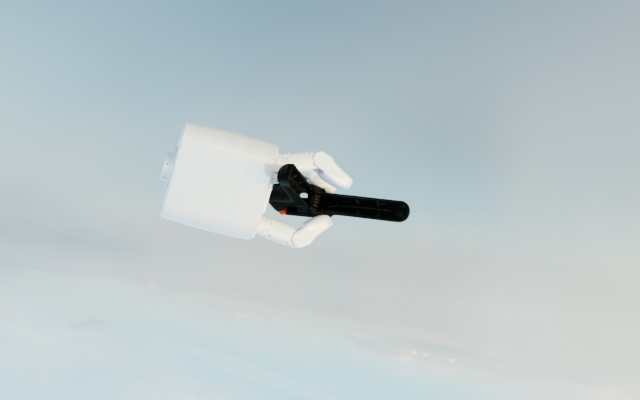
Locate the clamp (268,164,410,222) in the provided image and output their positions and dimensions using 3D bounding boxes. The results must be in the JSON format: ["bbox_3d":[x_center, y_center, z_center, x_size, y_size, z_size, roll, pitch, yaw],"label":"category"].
[{"bbox_3d":[0.000,0.003,0.600,0.164,0.036,0.210,17,-11,-18],"label":"clamp"}]
